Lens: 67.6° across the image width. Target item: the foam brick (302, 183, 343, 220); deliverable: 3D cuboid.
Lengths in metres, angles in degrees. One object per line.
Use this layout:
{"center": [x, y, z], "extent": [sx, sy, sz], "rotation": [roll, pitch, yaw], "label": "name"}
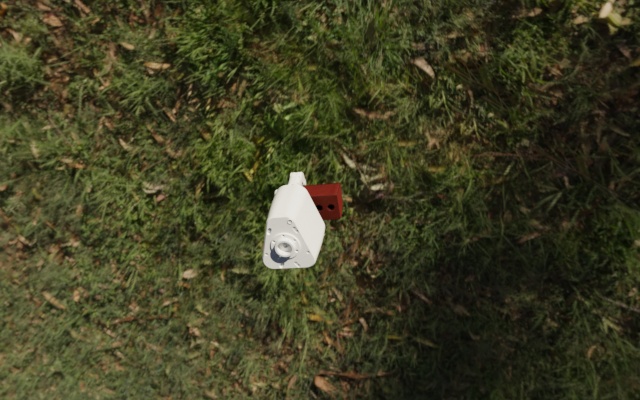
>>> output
{"center": [0.000, 0.003, 0.890], "extent": [0.078, 0.053, 0.051], "rotation": [-4, 28, 10], "label": "foam brick"}
